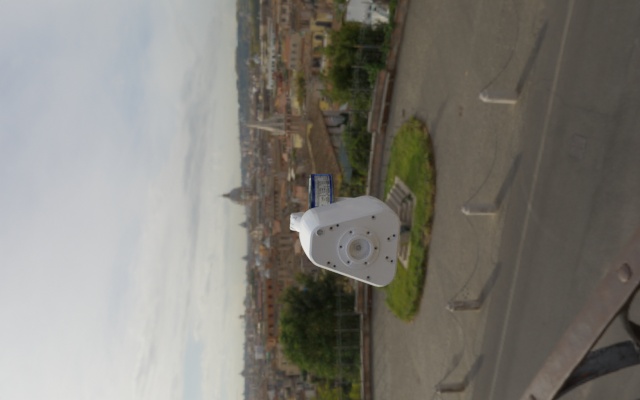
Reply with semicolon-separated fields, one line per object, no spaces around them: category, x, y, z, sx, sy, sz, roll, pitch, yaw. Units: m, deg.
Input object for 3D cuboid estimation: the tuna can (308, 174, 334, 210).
tuna can;0.000;0.002;0.721;0.034;0.086;0.086;1;0;-4
